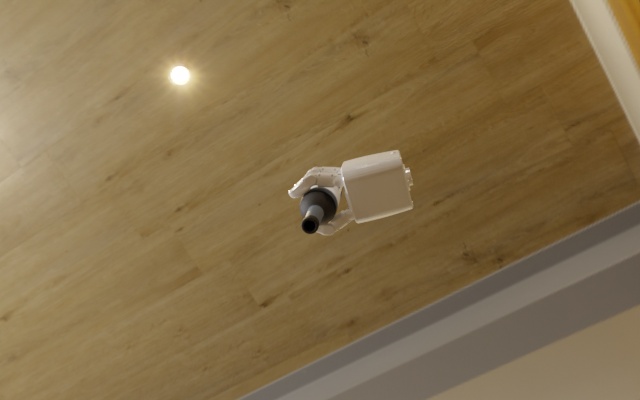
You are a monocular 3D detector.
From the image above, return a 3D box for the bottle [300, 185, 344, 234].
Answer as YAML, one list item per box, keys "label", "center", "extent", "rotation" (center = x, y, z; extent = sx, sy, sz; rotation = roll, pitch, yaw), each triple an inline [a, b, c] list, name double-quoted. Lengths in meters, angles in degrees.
- label: "bottle"
  center: [0.000, 0.003, 0.883]
  extent: [0.069, 0.069, 0.295]
  rotation: [0, 14, 7]
